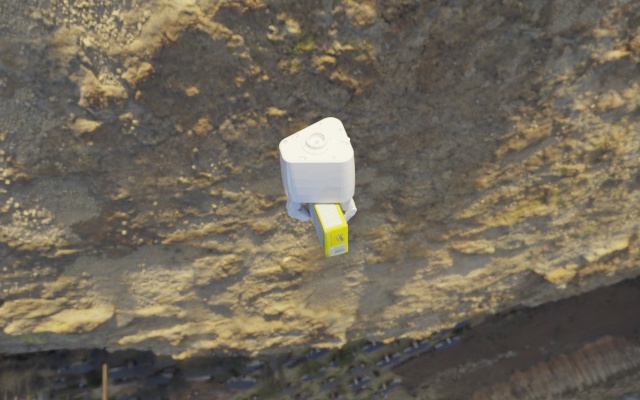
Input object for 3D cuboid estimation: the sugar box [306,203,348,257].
[{"bbox_3d":[0.001,0.003,0.840,0.048,0.176,0.093,-14,-33,-7],"label":"sugar box"}]
